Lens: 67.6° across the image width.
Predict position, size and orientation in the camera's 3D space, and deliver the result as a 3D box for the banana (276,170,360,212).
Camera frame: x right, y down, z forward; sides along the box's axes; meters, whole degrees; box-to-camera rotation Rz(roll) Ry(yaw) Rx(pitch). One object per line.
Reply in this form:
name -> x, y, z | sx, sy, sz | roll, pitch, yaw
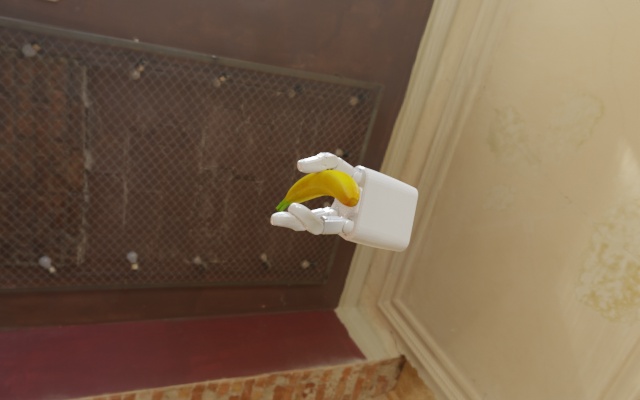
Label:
banana -> 0.005, -0.014, 0.694 | 0.037, 0.069, 0.198 | 31, -20, -26
